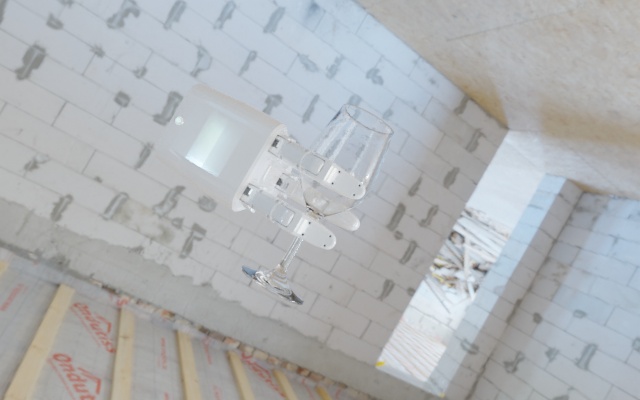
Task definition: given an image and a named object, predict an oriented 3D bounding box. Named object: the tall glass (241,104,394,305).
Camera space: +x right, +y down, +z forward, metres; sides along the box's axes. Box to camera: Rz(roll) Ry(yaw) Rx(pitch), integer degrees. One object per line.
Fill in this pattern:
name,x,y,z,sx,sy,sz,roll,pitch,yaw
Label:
tall glass,0.000,0.002,0.495,0.079,0.201,0.079,30,-1,1
